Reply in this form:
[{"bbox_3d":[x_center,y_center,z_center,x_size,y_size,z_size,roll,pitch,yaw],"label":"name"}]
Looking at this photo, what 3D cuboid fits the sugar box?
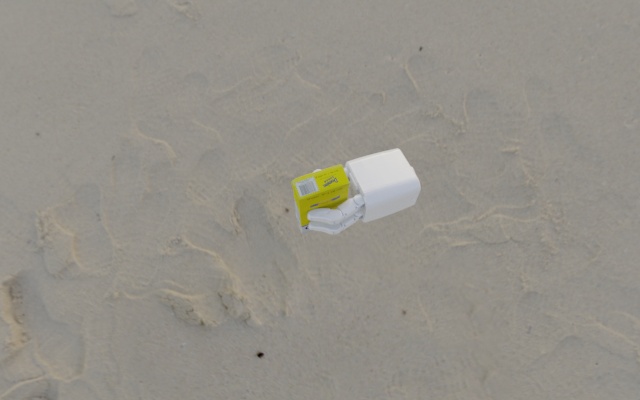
[{"bbox_3d":[0.000,0.003,0.871,0.093,0.048,0.176,-18,-24,-6],"label":"sugar box"}]
